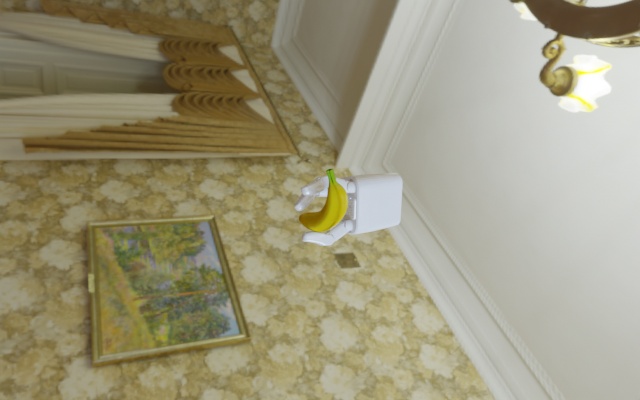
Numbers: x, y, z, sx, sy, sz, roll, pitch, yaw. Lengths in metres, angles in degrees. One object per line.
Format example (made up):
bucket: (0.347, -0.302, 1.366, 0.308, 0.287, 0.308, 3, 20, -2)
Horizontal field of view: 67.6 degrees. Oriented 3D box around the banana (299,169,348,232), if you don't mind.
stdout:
banana: (0.008, 0.018, 0.841, 0.037, 0.069, 0.198, -13, -21, -25)
